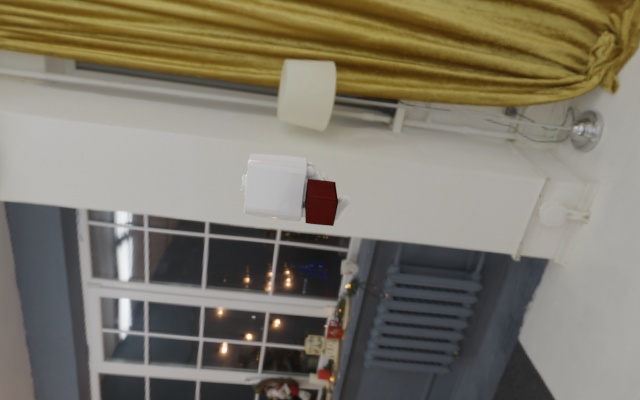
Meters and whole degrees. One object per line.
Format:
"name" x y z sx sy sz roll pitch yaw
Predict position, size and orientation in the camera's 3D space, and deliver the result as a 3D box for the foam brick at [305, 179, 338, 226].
"foam brick" 0.000 0.003 0.845 0.051 0.053 0.078 6 26 -6
